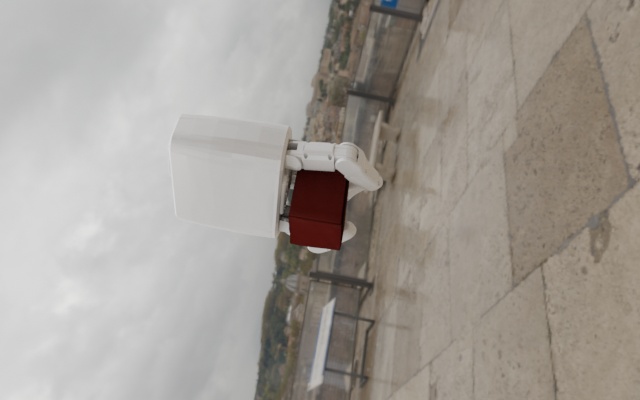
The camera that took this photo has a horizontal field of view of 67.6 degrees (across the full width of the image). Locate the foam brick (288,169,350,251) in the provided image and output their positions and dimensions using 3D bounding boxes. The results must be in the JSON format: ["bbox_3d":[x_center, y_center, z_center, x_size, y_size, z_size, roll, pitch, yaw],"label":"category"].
[{"bbox_3d":[0.000,0.002,0.465,0.051,0.078,0.053,7,-34,2],"label":"foam brick"}]
